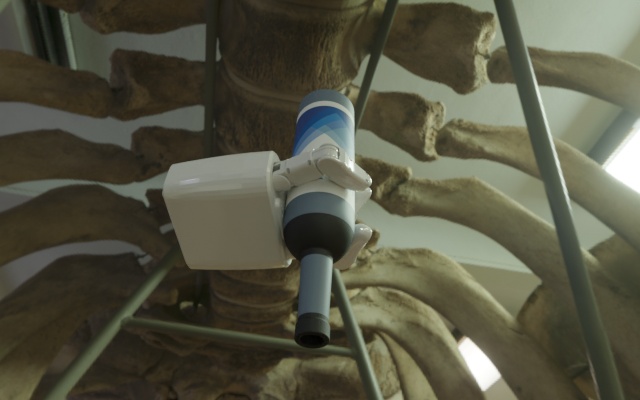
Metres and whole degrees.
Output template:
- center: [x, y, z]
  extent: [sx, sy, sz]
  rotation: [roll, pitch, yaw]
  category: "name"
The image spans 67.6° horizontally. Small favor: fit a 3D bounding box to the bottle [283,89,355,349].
- center: [0.000, 0.001, 0.467]
  extent: [0.069, 0.295, 0.069]
  rotation: [2, -44, 2]
  category: "bottle"
